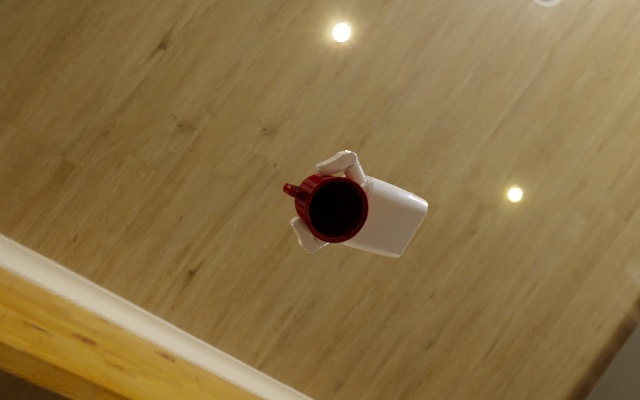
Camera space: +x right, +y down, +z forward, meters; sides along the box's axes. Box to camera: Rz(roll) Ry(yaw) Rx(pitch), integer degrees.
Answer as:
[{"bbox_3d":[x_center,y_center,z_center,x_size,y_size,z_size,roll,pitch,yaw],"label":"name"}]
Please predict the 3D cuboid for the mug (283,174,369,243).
[{"bbox_3d":[-0.001,0.002,0.680,0.117,0.093,0.081,19,5,-21],"label":"mug"}]
